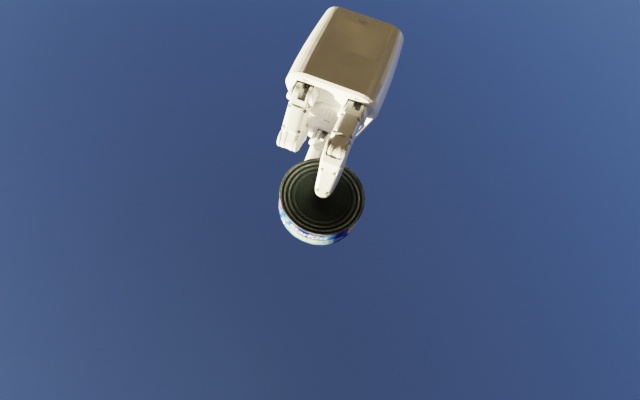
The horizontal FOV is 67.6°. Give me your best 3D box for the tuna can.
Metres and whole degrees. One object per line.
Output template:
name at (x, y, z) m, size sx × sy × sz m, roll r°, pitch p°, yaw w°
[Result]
tuna can at (0.000, 0.002, 0.489) m, size 0.086 × 0.086 × 0.034 m, roll 0°, pitch -26°, yaw -8°
